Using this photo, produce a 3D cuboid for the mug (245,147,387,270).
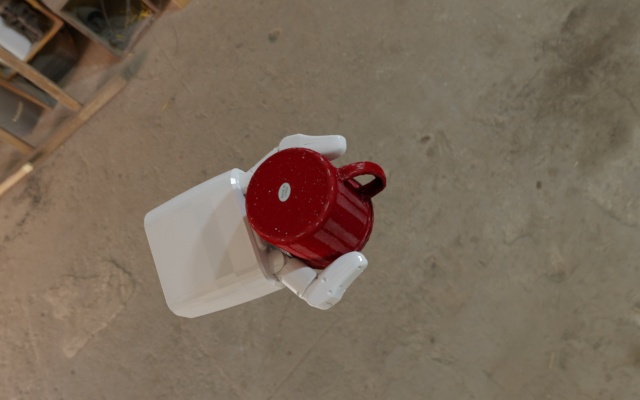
[{"bbox_3d":[0.001,0.001,0.402,0.117,0.093,0.081,-24,-26,15],"label":"mug"}]
